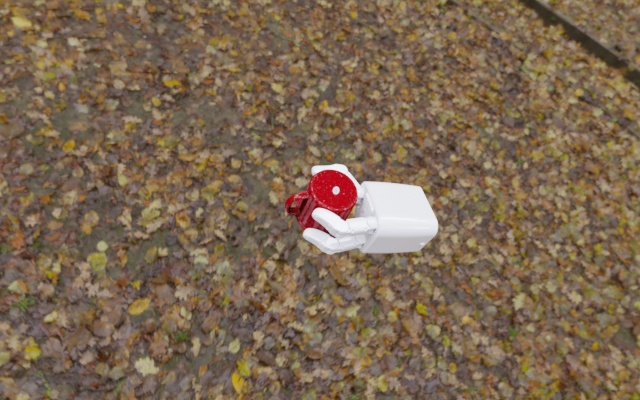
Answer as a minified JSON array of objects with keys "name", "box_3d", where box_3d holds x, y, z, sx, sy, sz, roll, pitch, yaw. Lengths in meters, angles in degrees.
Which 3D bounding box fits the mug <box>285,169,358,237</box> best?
[{"name":"mug","box_3d":[-0.001,0.002,0.777,0.117,0.093,0.081,0,-32,-18]}]
